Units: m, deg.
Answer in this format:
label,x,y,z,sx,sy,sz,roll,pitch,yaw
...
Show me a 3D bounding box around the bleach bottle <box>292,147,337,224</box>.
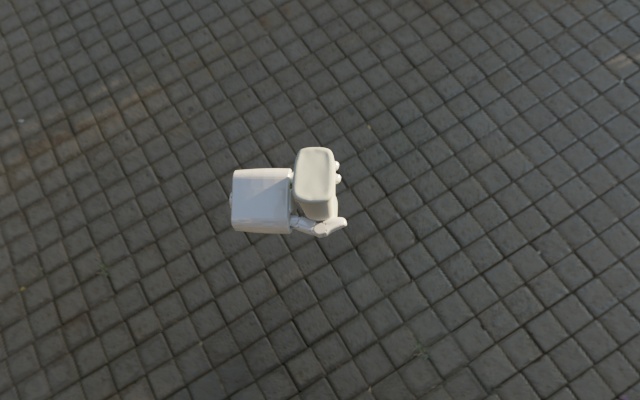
label,x,y,z,sx,sy,sz,roll,pitch,yaw
bleach bottle,0.000,0.003,0.872,0.068,0.102,0.251,1,-22,6
